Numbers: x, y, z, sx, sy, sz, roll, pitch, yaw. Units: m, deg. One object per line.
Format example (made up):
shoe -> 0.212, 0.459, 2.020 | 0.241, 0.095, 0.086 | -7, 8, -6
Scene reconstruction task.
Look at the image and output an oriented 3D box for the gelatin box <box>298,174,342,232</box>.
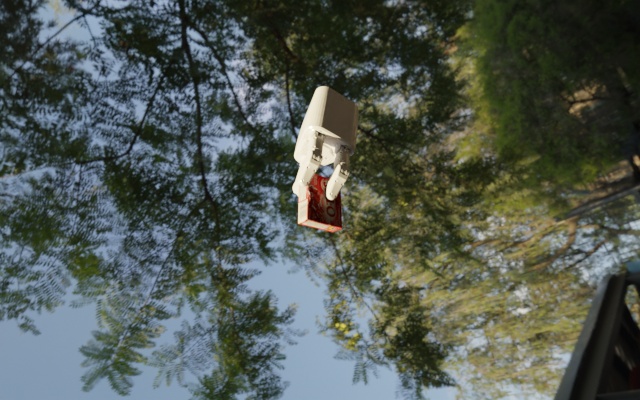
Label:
gelatin box -> 0.000, 0.003, 0.807 | 0.073, 0.089, 0.030 | 16, -28, -34
